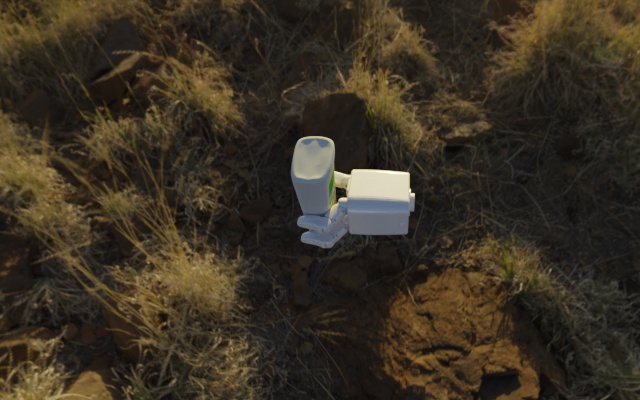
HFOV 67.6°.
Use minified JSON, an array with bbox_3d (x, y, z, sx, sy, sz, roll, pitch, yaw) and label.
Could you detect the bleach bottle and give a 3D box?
[{"bbox_3d":[0.000,0.003,0.875,0.068,0.102,0.251,3,-33,10],"label":"bleach bottle"}]
